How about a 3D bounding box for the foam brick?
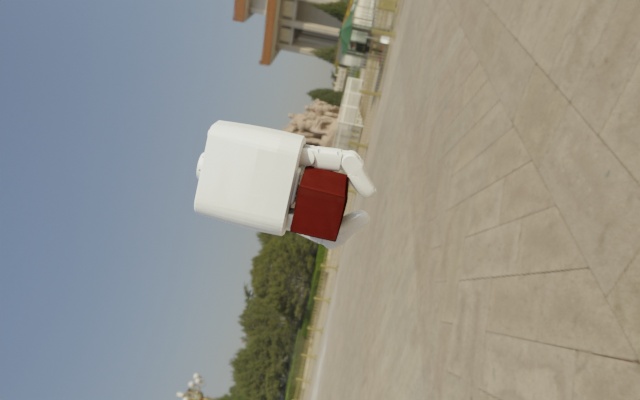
[{"bbox_3d":[0.000,0.002,0.520,0.051,0.053,0.078,13,21,-1],"label":"foam brick"}]
